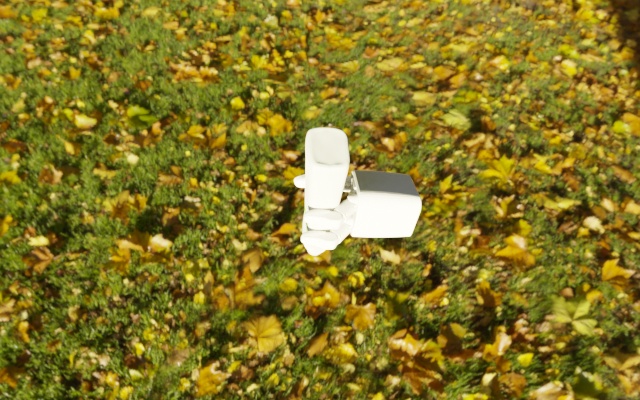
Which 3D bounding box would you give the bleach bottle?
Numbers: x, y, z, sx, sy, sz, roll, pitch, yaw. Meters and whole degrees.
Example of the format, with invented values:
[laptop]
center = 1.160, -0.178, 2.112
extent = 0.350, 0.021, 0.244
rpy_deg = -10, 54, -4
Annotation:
[bleach bottle]
center = 0.000, 0.003, 0.819
extent = 0.068, 0.102, 0.251
rpy_deg = 2, -42, -5
